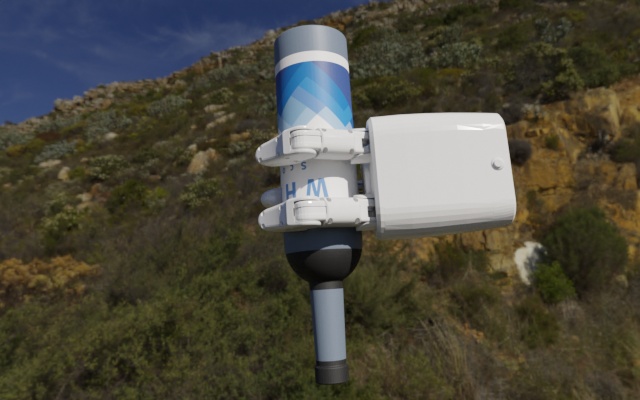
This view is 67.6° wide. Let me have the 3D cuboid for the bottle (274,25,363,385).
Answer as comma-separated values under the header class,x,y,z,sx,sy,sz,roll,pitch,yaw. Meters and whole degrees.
class,x,y,z,sx,sy,sz,roll,pitch,yaw
bottle,0.000,0.001,0.410,0.069,0.295,0.069,-4,-10,-1
